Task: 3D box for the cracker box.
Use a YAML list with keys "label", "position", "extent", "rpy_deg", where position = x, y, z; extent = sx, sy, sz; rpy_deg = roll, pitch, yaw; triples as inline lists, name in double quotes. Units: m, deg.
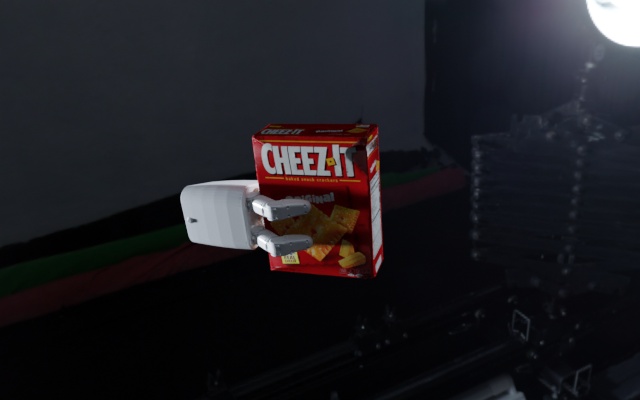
- label: "cracker box"
  position: [0.000, 0.002, 0.684]
  extent: [0.164, 0.214, 0.072]
  rpy_deg: [3, 25, 19]
